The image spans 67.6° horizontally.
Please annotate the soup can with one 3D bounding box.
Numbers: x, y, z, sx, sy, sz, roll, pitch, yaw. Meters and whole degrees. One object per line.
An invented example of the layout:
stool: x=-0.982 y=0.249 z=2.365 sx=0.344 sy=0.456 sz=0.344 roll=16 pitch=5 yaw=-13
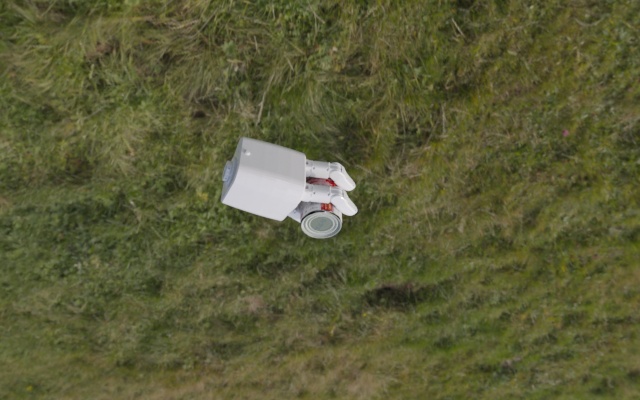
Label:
soup can: x=0.001 y=0.003 z=0.787 sx=0.068 sy=0.102 sz=0.069 roll=-1 pitch=-43 yaw=-1
